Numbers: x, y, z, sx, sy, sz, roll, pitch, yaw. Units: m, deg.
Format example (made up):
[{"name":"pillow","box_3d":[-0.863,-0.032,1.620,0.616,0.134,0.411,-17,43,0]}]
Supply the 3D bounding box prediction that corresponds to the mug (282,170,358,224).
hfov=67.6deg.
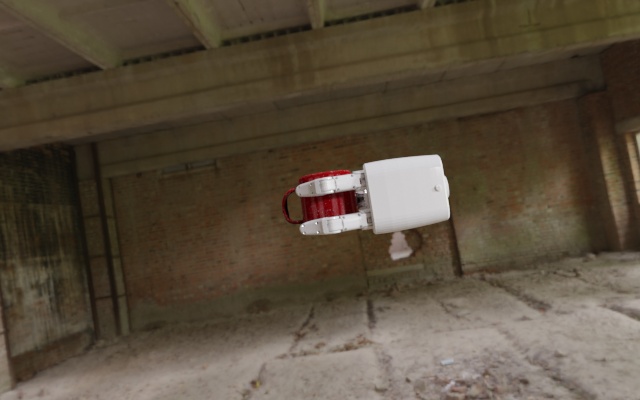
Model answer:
[{"name":"mug","box_3d":[-0.001,0.002,0.718,0.117,0.081,0.093,-8,-3,2]}]
